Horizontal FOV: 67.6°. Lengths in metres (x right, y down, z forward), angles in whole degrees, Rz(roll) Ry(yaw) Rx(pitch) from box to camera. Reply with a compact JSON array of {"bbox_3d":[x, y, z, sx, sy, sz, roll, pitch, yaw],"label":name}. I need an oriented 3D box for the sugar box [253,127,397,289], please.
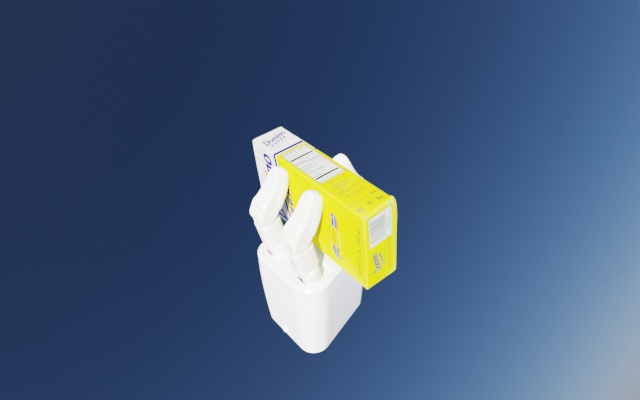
[{"bbox_3d":[0.000,0.002,0.482,0.048,0.093,0.176,-31,45,-28],"label":"sugar box"}]
